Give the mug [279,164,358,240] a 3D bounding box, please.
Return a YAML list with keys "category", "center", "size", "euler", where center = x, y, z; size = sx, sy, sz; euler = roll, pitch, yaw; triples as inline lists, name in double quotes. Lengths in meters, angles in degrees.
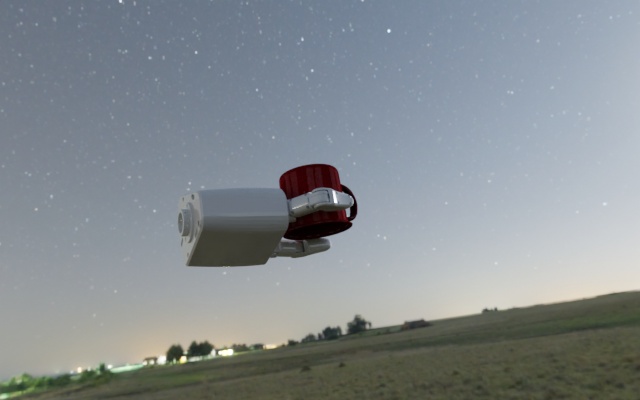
- category: "mug"
  center: [0.001, 0.002, 0.639]
  size: [0.117, 0.081, 0.093]
  euler: [0, -18, -31]
